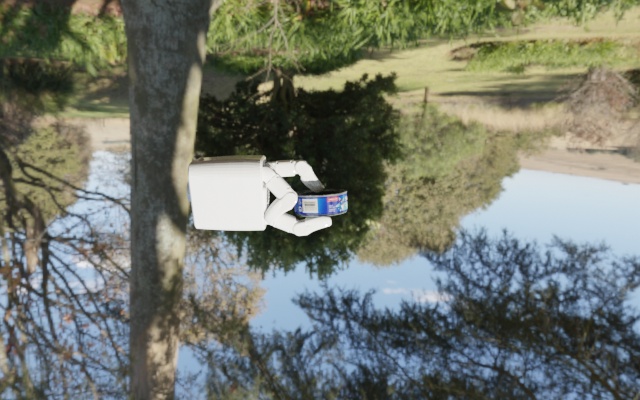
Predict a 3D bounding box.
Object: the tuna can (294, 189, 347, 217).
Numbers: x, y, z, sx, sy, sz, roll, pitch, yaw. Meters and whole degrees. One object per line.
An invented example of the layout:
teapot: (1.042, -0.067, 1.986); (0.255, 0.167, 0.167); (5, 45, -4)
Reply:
tuna can: (0.000, 0.003, 0.757); (0.086, 0.034, 0.086); (-3, 8, 0)
